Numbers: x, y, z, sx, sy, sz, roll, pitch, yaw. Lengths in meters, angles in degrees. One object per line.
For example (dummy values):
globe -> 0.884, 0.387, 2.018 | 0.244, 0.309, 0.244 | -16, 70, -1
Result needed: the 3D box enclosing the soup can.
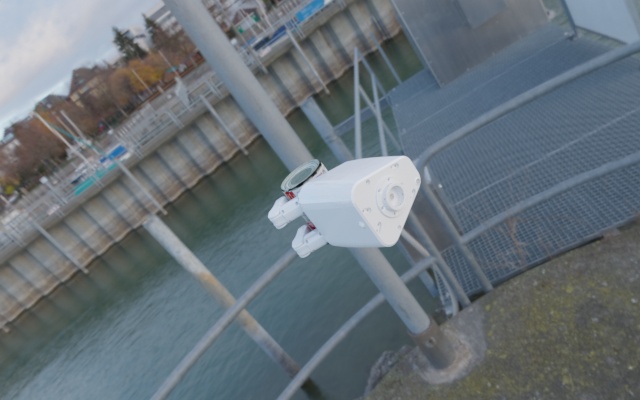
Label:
soup can -> 0.000, 0.002, 0.669 | 0.068, 0.102, 0.068 | -31, 22, 14
